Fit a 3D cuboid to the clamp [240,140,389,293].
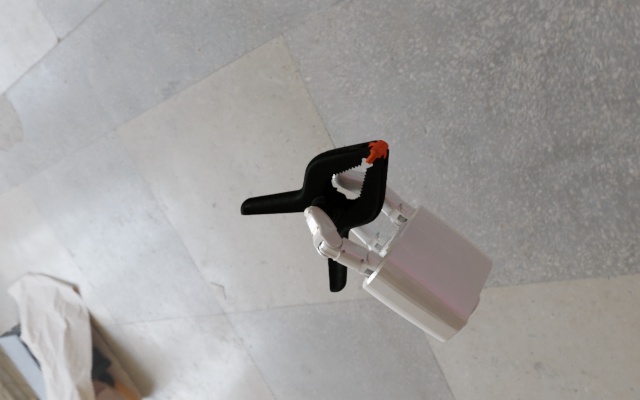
[{"bbox_3d":[0.000,0.002,0.543,0.164,0.210,0.036,35,40,3],"label":"clamp"}]
